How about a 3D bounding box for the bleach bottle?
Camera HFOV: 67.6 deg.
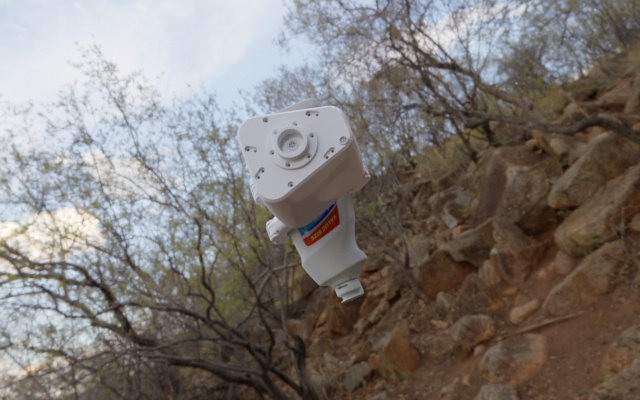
[{"bbox_3d":[0.000,0.002,0.600,0.102,0.250,0.068,-23,-17,2],"label":"bleach bottle"}]
